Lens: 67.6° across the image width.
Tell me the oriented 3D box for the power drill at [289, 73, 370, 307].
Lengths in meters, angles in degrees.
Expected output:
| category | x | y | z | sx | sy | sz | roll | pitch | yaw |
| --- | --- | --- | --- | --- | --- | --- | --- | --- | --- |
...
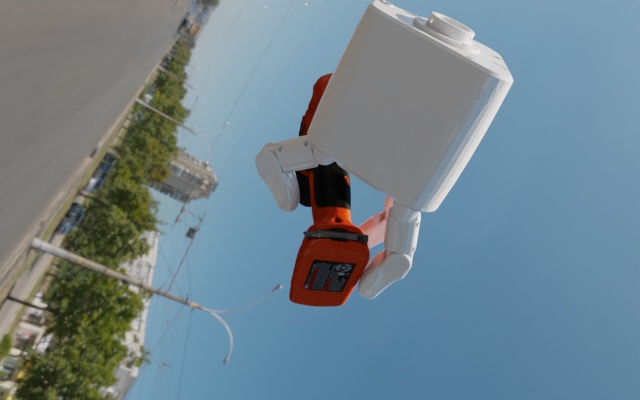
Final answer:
| category | x | y | z | sx | sy | sz | roll | pitch | yaw |
| --- | --- | --- | --- | --- | --- | --- | --- | --- | --- |
| power drill | 0.000 | 0.002 | 0.461 | 0.057 | 0.187 | 0.185 | 4 | -36 | -8 |
